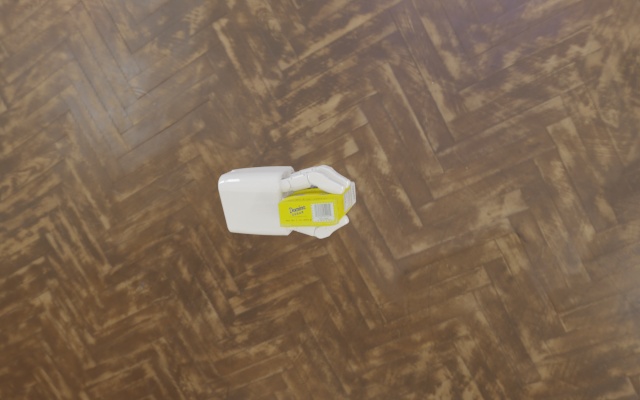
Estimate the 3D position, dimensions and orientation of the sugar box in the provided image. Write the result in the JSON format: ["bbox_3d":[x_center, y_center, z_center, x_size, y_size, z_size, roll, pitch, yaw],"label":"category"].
[{"bbox_3d":[0.000,0.002,0.798,0.093,0.048,0.176,-2,13,13],"label":"sugar box"}]
